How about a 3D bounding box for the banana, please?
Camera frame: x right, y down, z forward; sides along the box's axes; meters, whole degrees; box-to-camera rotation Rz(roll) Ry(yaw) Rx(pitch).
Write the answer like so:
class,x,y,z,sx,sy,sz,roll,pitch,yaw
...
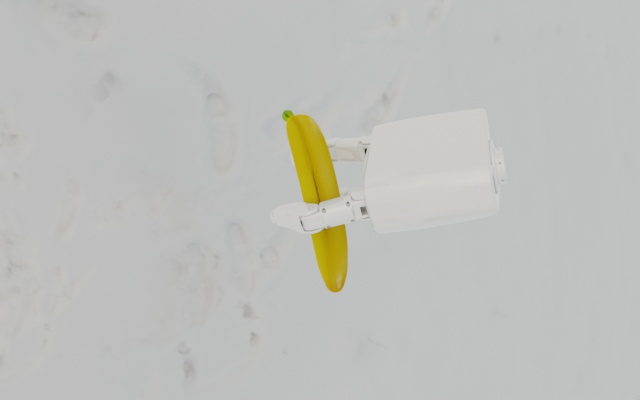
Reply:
class,x,y,z,sx,sy,sz,roll,pitch,yaw
banana,0.000,-0.002,0.472,0.037,0.198,0.069,-13,-1,-3
